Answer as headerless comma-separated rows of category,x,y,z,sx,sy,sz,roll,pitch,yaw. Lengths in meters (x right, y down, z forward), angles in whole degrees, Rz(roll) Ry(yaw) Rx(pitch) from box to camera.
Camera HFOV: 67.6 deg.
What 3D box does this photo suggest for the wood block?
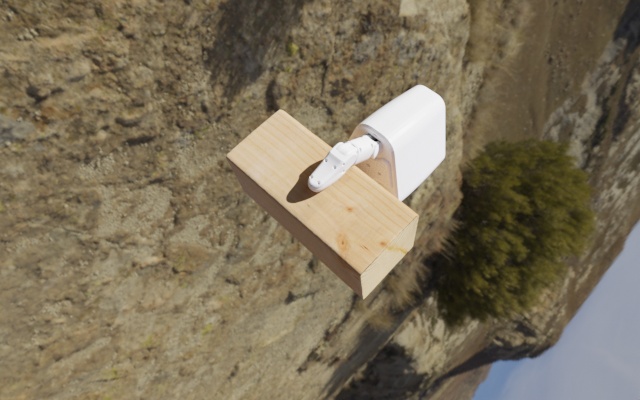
wood block,0.000,0.001,0.545,0.206,0.090,0.091,40,-17,22
